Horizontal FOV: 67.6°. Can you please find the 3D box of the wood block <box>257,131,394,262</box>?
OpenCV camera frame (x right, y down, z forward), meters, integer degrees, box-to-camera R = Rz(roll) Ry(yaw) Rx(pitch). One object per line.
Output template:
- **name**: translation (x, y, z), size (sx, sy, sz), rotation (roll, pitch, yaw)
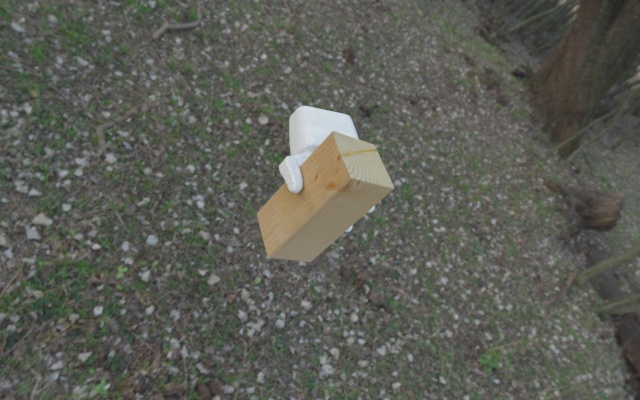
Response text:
- **wood block**: translation (0.000, 0.002, 0.734), size (0.091, 0.090, 0.206), rotation (12, -44, -39)
